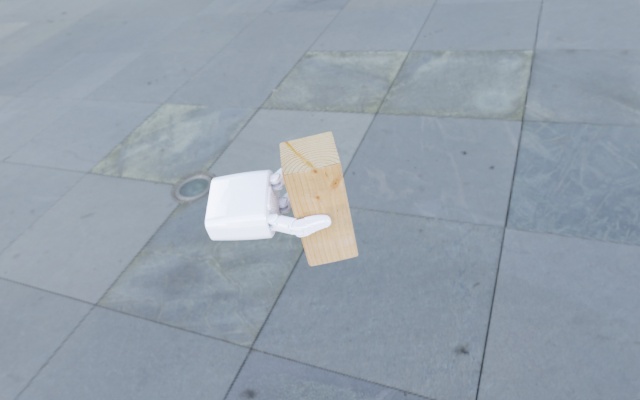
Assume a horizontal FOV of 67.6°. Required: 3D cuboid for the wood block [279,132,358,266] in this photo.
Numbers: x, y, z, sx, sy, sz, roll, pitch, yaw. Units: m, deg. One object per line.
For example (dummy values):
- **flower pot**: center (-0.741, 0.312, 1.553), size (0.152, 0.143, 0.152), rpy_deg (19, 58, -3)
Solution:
- **wood block**: center (0.000, 0.003, 0.800), size (0.090, 0.206, 0.090), rpy_deg (-12, 40, 2)
